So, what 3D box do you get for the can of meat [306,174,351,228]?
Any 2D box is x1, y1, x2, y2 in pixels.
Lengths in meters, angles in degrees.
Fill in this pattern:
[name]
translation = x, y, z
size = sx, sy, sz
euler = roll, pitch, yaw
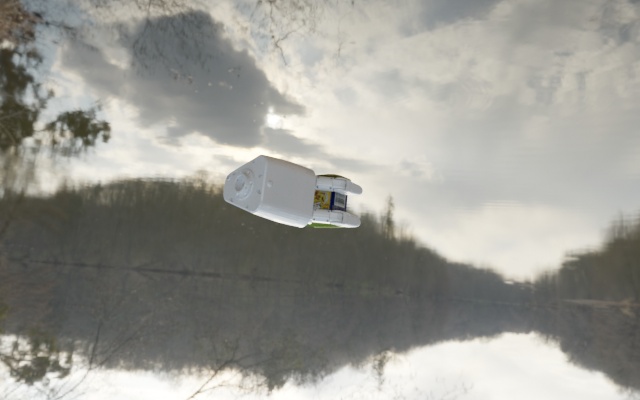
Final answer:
[can of meat]
translation = 0.000, 0.003, 0.839
size = 0.102, 0.084, 0.057
euler = -3, -14, 40
